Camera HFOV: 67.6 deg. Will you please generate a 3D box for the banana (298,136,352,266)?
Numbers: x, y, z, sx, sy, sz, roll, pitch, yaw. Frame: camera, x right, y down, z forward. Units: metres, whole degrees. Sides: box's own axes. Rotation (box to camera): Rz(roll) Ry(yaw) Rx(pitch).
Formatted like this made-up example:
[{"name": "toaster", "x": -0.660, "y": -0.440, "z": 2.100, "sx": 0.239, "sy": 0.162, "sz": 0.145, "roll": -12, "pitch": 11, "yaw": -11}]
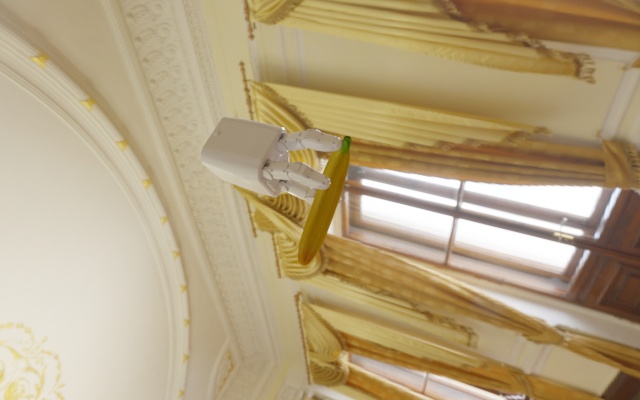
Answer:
[{"name": "banana", "x": 0.005, "y": 0.002, "z": 0.714, "sx": 0.037, "sy": 0.198, "sz": 0.069, "roll": 17, "pitch": -4, "yaw": 14}]
